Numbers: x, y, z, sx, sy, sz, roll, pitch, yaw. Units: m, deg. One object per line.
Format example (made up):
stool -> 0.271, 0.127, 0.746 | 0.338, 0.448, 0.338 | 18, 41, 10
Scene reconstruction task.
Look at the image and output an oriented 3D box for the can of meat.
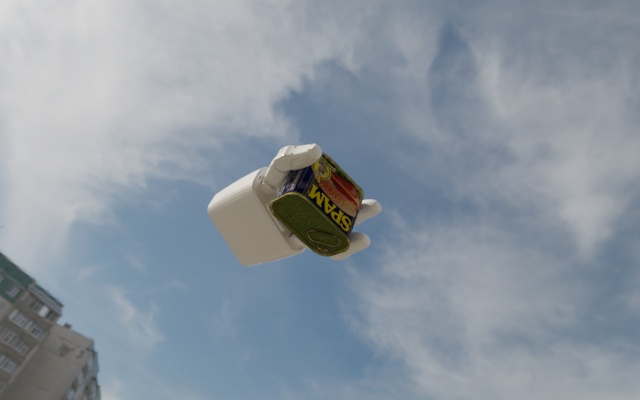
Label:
can of meat -> 0.000, 0.002, 0.570 | 0.057, 0.084, 0.102 | -25, -60, 41
